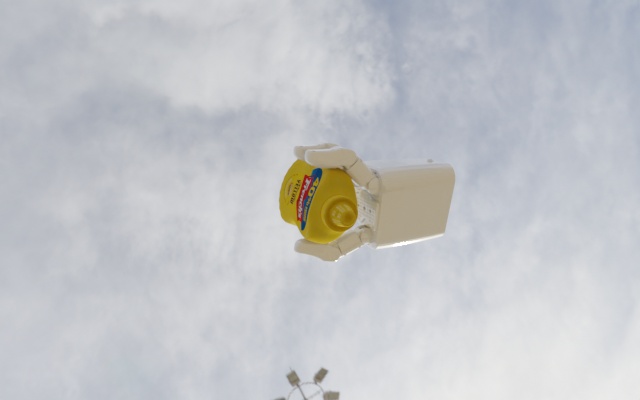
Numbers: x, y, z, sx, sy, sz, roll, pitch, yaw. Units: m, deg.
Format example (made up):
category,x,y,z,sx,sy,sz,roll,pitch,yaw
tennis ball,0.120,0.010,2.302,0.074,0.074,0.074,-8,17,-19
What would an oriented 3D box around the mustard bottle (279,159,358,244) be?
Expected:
category,x,y,z,sx,sy,sz,roll,pitch,yaw
mustard bottle,0.000,0.002,0.598,0.058,0.096,0.191,18,5,-22
